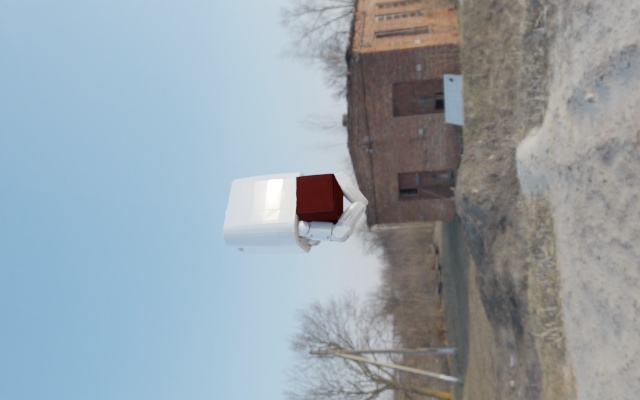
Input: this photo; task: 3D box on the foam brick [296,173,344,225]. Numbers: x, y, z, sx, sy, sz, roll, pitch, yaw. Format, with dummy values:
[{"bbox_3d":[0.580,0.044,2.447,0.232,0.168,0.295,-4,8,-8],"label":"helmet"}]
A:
[{"bbox_3d":[0.000,0.002,0.637,0.051,0.053,0.078,-3,-17,11],"label":"foam brick"}]
